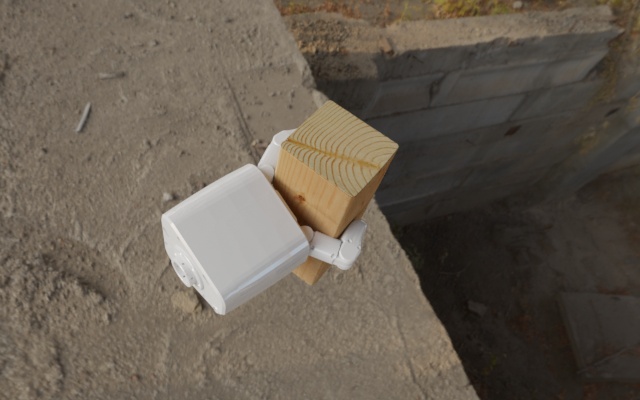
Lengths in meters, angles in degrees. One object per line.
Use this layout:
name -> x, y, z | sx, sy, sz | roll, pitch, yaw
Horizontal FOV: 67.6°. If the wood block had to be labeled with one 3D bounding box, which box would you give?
wood block -> 0.000, 0.002, 0.550 | 0.091, 0.090, 0.206 | 36, -33, 10
